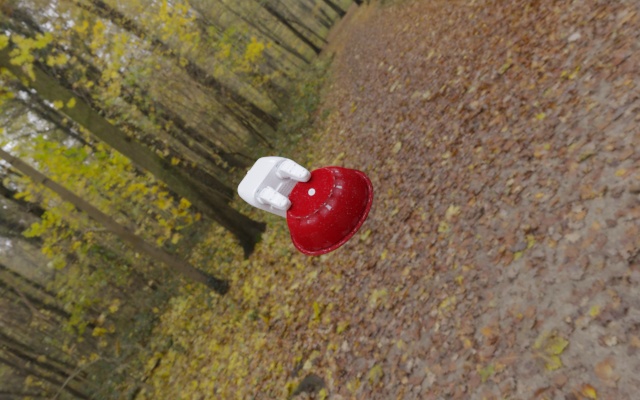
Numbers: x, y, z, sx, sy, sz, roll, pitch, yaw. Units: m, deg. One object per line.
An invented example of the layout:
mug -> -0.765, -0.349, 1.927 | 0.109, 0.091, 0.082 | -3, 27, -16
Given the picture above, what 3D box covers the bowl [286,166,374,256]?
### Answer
bowl -> 0.001, 0.002, 0.740 | 0.162, 0.162, 0.055 | 0, -33, 45
